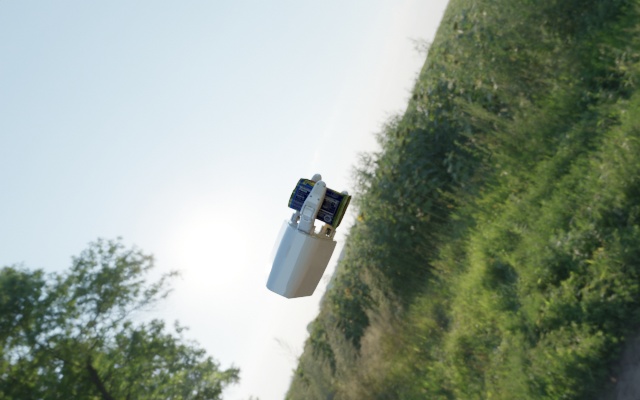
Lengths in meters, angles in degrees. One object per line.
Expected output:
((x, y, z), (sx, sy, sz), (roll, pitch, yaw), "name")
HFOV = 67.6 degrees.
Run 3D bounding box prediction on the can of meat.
((0.000, 0.002, 0.772), (0.084, 0.057, 0.102), (23, 4, 7), "can of meat")
